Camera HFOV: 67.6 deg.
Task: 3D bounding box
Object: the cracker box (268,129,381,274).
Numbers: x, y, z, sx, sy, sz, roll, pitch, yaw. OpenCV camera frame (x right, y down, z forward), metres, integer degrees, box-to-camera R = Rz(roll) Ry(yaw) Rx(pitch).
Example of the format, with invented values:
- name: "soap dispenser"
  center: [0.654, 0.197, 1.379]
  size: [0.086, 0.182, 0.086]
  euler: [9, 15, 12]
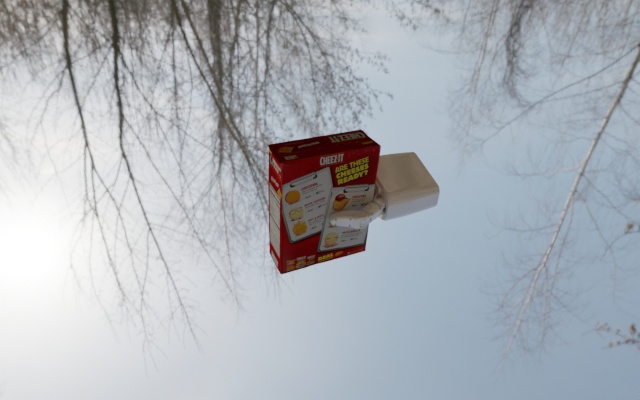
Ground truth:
- name: "cracker box"
  center: [0.000, 0.003, 0.776]
  size: [0.164, 0.214, 0.072]
  euler: [-13, 37, -22]
